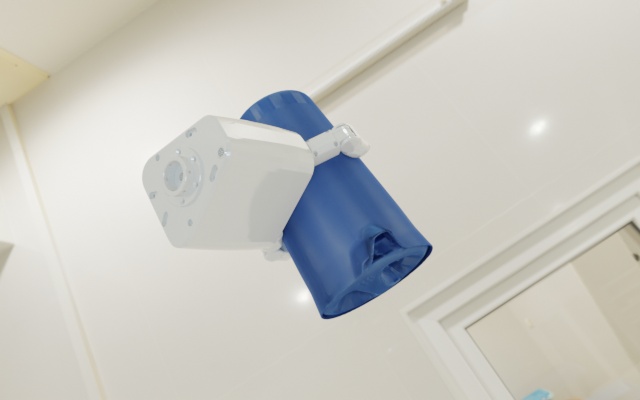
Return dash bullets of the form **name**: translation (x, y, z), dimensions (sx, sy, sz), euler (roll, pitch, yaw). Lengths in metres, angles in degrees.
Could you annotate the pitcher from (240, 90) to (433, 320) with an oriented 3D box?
- **pitcher**: translation (0.000, 0.002, 0.536), dimensions (0.149, 0.242, 0.145), euler (-45, -26, 26)
